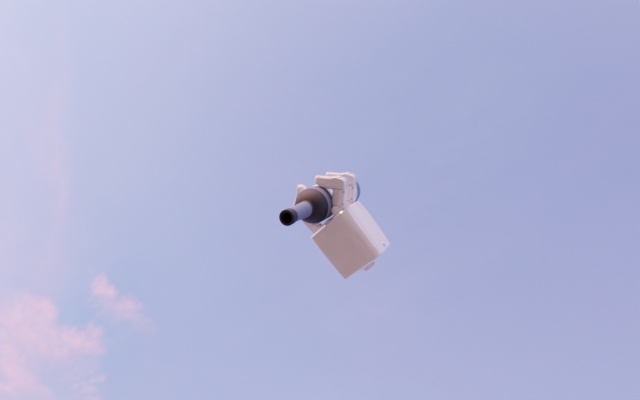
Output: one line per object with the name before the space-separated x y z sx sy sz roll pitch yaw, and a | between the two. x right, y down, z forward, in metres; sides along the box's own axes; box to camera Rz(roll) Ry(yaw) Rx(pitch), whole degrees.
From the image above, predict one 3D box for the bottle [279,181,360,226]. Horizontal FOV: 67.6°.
bottle | 0.000 0.003 0.898 0.069 0.069 0.295 0 10 22
